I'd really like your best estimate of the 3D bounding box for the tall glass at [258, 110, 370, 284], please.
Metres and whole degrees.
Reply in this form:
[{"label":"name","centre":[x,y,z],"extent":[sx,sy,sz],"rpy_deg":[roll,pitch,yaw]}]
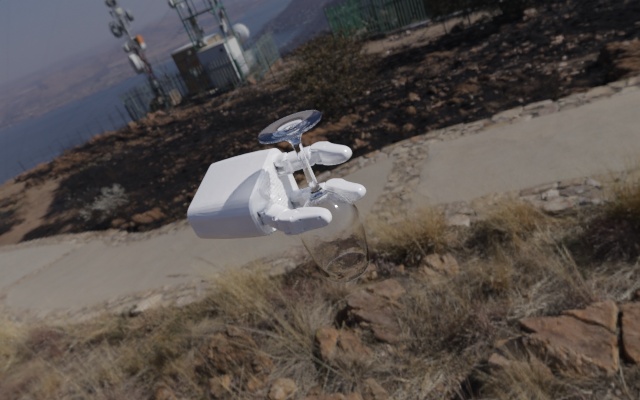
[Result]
[{"label":"tall glass","centre":[0.000,0.001,0.559],"extent":[0.079,0.201,0.079],"rpy_deg":[-18,26,9]}]
